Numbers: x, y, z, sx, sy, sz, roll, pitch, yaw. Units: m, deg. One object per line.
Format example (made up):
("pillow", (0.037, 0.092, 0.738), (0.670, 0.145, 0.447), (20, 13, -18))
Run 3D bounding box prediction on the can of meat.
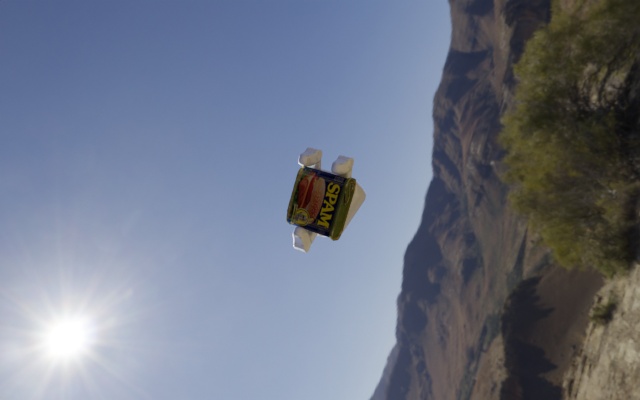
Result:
("can of meat", (0.000, 0.002, 0.755), (0.084, 0.102, 0.057), (17, 4, 17))
